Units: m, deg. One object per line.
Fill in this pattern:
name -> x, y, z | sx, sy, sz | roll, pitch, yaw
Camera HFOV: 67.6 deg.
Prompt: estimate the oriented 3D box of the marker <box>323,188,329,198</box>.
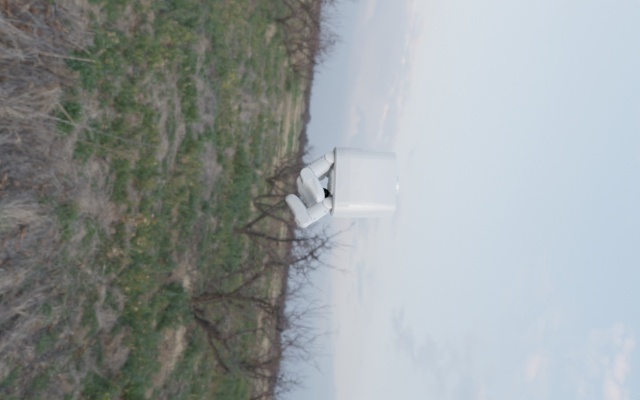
marker -> 0.000, 0.003, 0.844 | 0.020, 0.020, 0.121 | 0, -16, -6
